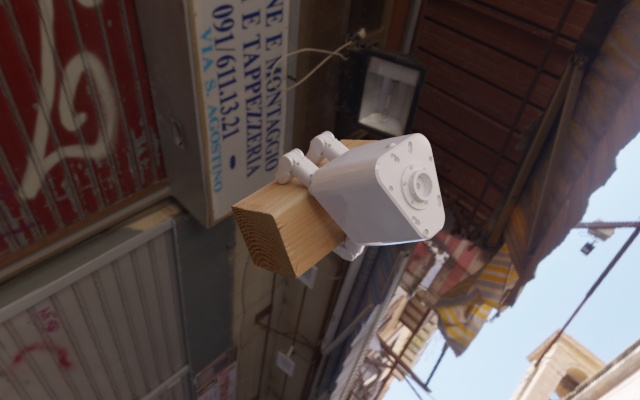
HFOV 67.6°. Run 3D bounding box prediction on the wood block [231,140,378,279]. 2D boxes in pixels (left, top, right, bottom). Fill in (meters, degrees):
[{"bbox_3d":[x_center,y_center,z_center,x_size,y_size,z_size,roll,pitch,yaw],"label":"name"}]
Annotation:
[{"bbox_3d":[0.001,0.002,0.629,0.206,0.091,0.090,-34,28,-35],"label":"wood block"}]
